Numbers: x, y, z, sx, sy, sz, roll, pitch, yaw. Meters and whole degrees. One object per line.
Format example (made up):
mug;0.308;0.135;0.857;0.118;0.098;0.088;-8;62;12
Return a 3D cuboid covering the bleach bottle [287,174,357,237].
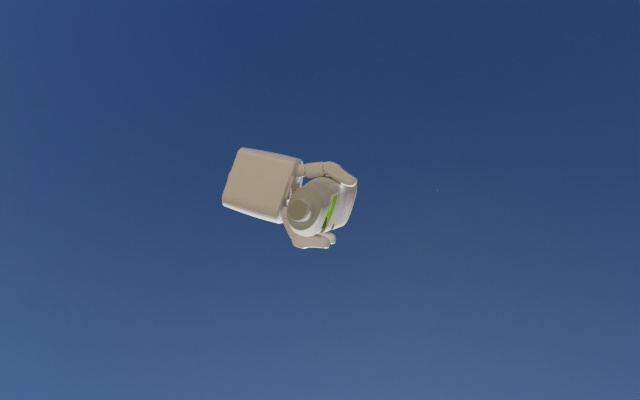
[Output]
bleach bottle;0.000;0.003;0.774;0.068;0.102;0.251;15;5;13
